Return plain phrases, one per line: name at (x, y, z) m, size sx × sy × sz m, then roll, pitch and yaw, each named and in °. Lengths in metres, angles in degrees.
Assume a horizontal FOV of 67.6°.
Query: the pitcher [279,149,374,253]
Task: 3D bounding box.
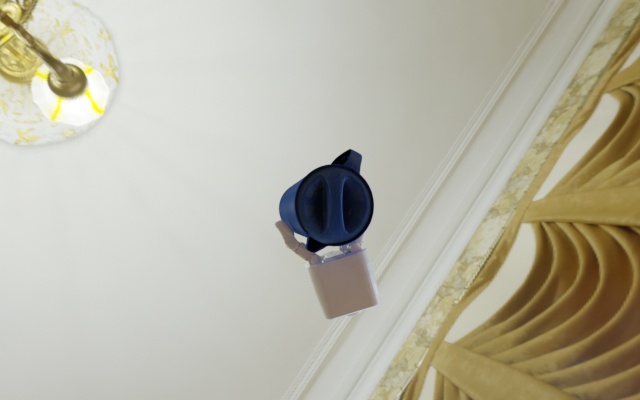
pitcher at (0.000, 0.003, 0.875) m, size 0.149 × 0.145 × 0.243 m, roll -20°, pitch 3°, yaw -14°
